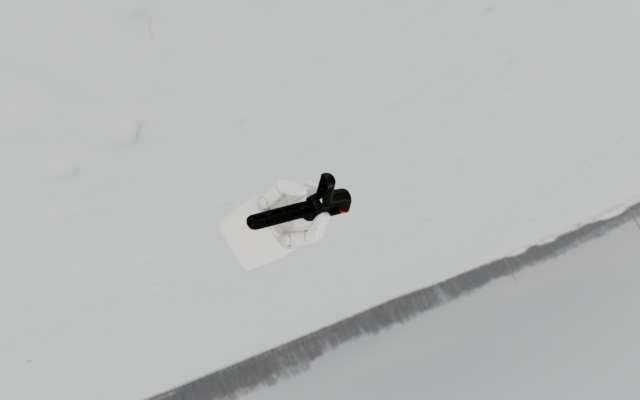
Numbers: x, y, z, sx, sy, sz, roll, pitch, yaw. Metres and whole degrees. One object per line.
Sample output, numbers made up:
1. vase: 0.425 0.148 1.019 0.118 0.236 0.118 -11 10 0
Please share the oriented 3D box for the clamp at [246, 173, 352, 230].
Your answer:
1. clamp: 0.001 0.003 0.792 0.164 0.036 0.210 -30 -16 31
